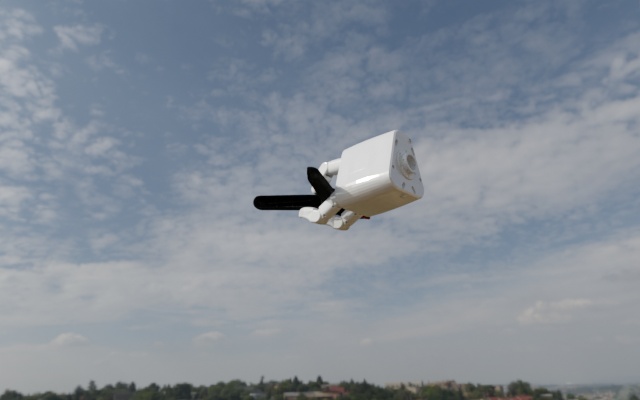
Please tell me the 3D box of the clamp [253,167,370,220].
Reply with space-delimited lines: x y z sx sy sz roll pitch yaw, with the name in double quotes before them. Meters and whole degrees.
"clamp" 0.001 0.002 0.831 0.164 0.036 0.210 -20 -27 40
